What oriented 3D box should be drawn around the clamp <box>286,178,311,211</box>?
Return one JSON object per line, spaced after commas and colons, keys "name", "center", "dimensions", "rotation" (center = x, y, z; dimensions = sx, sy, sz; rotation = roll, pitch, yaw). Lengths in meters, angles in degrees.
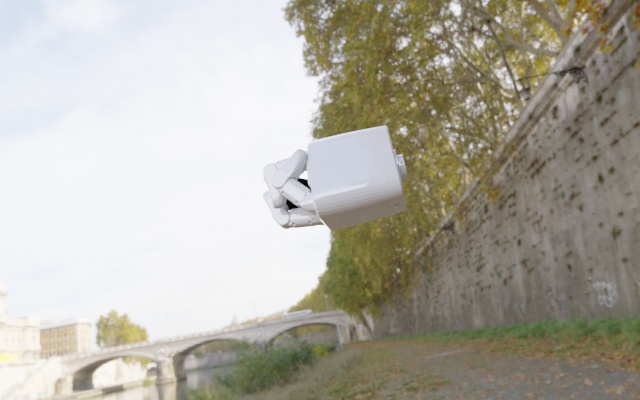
{"name": "clamp", "center": [0.000, 0.002, 0.703], "dimensions": [0.120, 0.039, 0.171], "rotation": [-13, -17, 9]}
